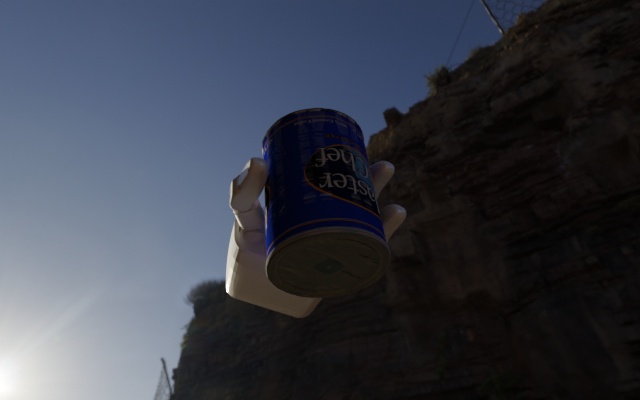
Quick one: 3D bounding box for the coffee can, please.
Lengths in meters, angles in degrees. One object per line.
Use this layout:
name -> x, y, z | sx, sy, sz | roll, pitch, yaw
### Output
coffee can -> 0.000, 0.001, 0.431 | 0.103, 0.140, 0.103 | -4, -38, -4
